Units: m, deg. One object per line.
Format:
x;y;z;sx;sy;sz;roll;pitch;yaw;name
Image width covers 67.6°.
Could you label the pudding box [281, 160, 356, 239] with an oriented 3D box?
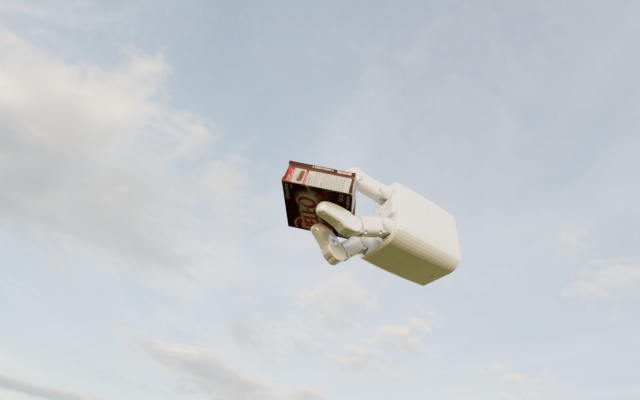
0.000;0.002;0.624;0.090;0.039;0.114;11;-35;9;pudding box
